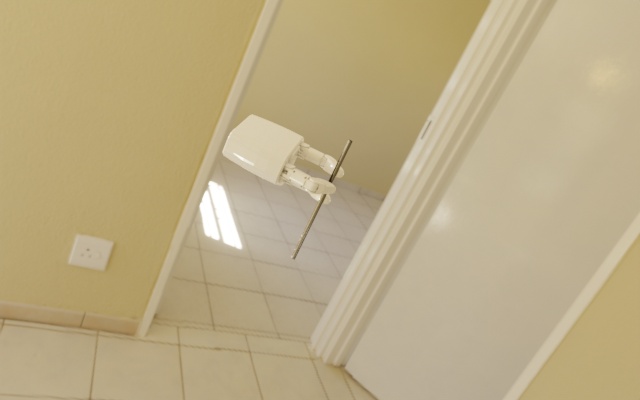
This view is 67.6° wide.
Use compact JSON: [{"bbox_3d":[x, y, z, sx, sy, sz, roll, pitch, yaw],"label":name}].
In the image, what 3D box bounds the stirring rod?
[{"bbox_3d":[0.000,0.003,0.836,0.011,0.239,0.011,23,18,-8],"label":"stirring rod"}]
